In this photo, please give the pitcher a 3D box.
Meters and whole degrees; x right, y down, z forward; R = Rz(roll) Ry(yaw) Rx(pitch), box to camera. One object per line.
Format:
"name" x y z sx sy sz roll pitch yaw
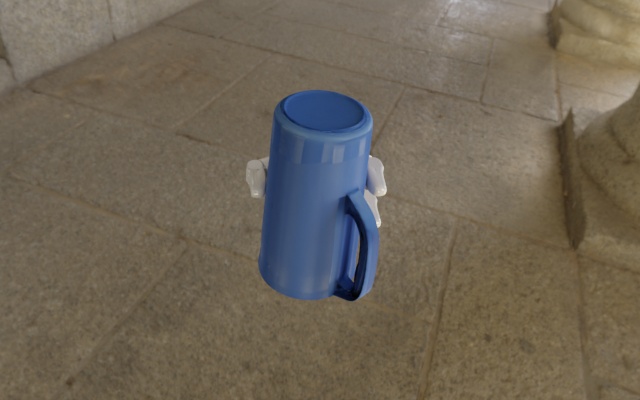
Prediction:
"pitcher" 0.000 0.002 0.578 0.149 0.243 0.145 7 39 0
